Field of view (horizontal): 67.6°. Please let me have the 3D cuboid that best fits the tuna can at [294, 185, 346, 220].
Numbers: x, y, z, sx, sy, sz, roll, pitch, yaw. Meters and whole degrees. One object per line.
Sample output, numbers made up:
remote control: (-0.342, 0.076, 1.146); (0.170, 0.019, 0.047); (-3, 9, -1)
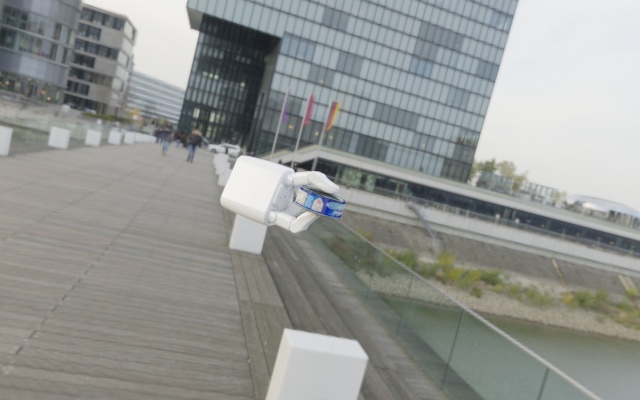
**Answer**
tuna can: (0.000, 0.002, 0.834); (0.086, 0.034, 0.086); (19, 7, -2)
